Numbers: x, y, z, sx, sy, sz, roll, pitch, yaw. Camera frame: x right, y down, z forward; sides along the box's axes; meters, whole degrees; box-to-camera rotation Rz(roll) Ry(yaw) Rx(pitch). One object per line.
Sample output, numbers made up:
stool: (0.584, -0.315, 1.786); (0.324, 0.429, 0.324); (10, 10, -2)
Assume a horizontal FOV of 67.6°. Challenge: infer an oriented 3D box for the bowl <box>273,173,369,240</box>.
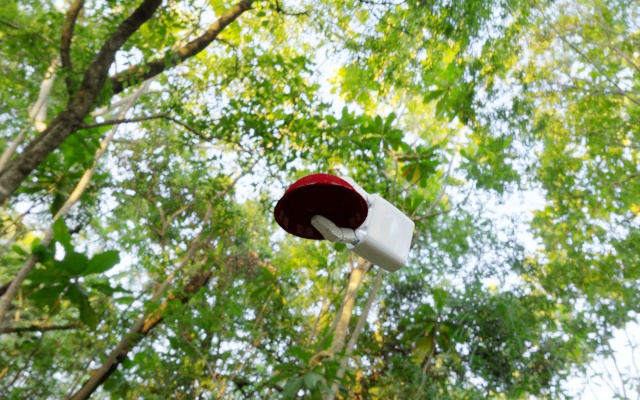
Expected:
bowl: (-0.001, 0.002, 0.825); (0.162, 0.055, 0.162); (-2, -38, -1)
